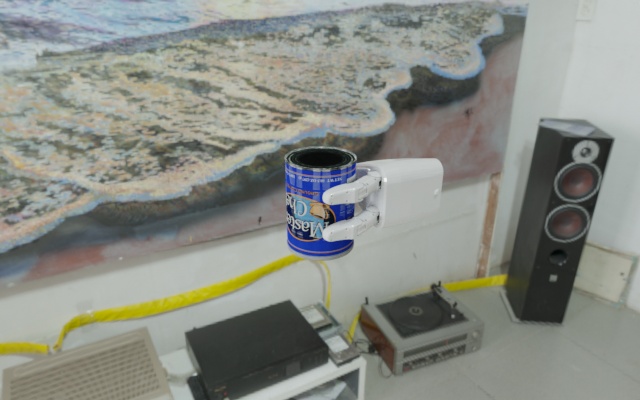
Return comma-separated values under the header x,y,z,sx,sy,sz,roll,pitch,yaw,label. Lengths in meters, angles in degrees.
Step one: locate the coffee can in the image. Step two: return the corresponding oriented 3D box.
x,y,z,sx,sy,sz,roll,pitch,yaw,label
0.000,0.002,0.700,0.103,0.140,0.102,0,24,0,coffee can
